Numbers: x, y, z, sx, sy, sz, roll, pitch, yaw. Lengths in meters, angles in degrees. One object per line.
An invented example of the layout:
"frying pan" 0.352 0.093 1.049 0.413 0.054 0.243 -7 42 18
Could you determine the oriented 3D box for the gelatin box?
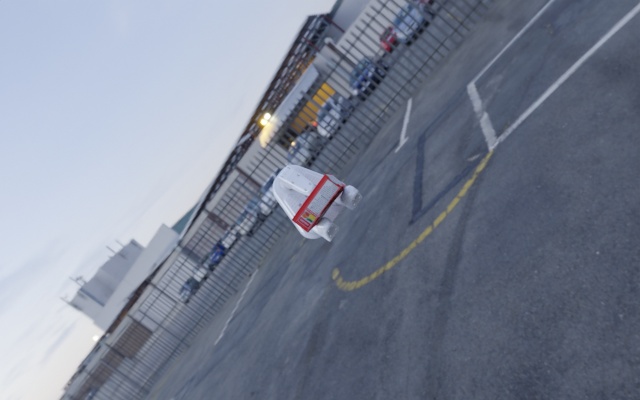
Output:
"gelatin box" 0.000 0.002 0.634 0.030 0.073 0.089 37 6 3
